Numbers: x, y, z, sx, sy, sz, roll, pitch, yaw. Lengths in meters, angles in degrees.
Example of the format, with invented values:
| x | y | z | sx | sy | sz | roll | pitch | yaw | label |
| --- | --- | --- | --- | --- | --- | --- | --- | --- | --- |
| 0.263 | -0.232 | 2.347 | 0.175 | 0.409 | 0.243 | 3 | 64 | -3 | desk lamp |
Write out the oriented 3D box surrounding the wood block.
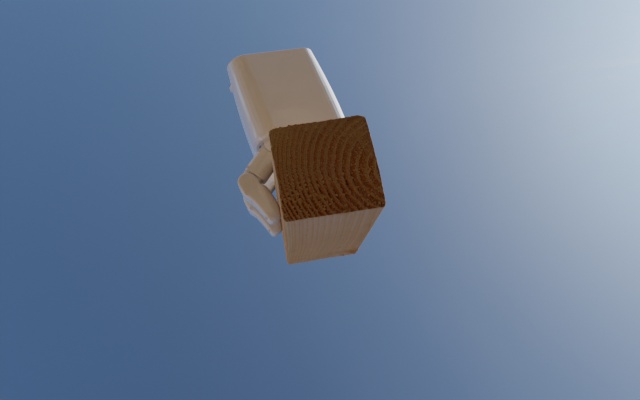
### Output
| x | y | z | sx | sy | sz | roll | pitch | yaw | label |
| --- | --- | --- | --- | --- | --- | --- | --- | --- | --- |
| 0.000 | 0.001 | 0.510 | 0.091 | 0.090 | 0.206 | -10 | -16 | -6 | wood block |
